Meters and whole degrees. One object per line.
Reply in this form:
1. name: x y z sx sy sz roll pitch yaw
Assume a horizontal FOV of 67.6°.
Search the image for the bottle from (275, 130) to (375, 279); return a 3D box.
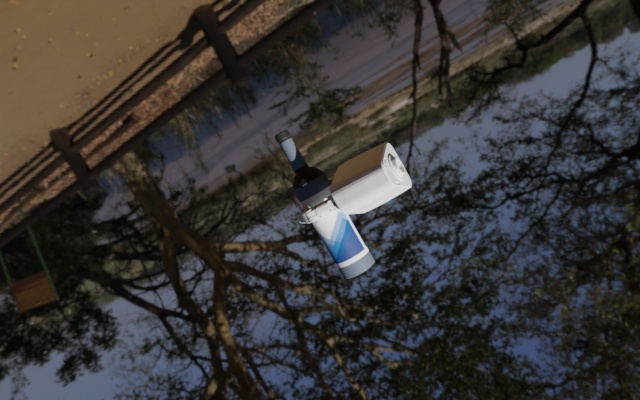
1. bottle: 0.000 0.003 0.889 0.069 0.296 0.069 -30 4 2
